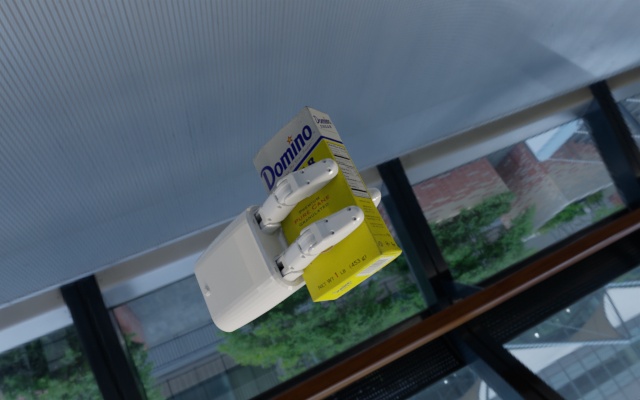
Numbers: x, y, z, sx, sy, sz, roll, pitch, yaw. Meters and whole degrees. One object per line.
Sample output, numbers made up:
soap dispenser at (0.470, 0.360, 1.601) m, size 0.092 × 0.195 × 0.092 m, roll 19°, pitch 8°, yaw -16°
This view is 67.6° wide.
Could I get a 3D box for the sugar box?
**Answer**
sugar box at (0.000, 0.002, 0.484) m, size 0.093 × 0.176 × 0.048 m, roll -40°, pitch -25°, yaw 27°
